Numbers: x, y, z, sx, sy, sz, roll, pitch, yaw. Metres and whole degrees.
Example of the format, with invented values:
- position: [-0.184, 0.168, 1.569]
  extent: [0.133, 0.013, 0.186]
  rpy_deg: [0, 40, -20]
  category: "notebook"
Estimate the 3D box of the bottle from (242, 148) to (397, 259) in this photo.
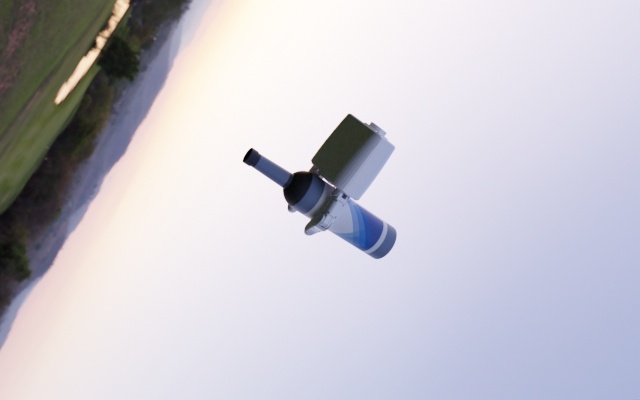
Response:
- position: [0.000, 0.003, 0.793]
  extent: [0.296, 0.069, 0.069]
  rpy_deg: [33, -15, -24]
  category: "bottle"
